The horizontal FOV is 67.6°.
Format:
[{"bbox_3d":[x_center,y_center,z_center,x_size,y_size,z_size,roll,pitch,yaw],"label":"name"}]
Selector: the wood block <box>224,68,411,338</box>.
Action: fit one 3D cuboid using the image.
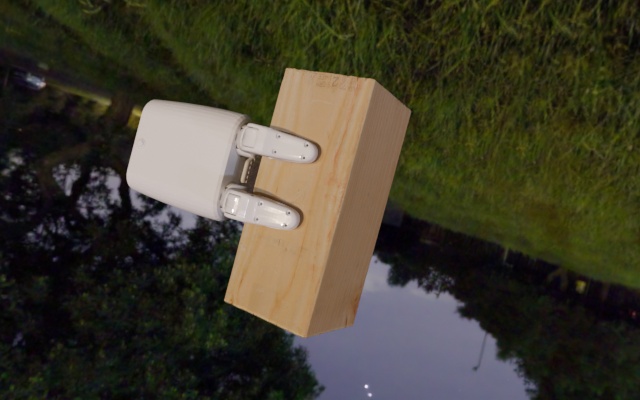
[{"bbox_3d":[0.000,0.001,0.424,0.090,0.206,0.091,16,2,30],"label":"wood block"}]
